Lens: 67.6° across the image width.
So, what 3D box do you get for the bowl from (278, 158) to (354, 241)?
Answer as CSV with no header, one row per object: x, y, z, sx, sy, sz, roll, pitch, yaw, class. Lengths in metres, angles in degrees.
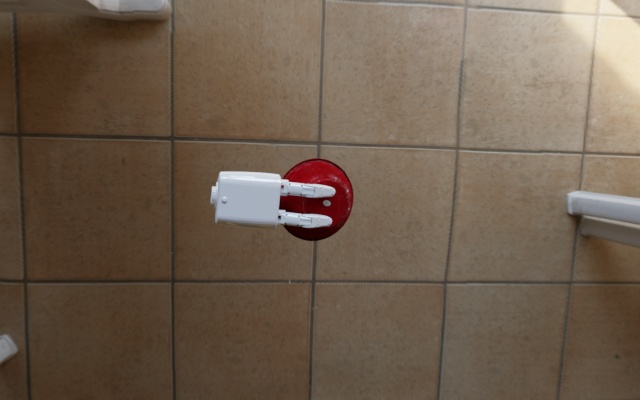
0.002,0.003,0.898,0.162,0.162,0.055,0,8,-23,bowl
